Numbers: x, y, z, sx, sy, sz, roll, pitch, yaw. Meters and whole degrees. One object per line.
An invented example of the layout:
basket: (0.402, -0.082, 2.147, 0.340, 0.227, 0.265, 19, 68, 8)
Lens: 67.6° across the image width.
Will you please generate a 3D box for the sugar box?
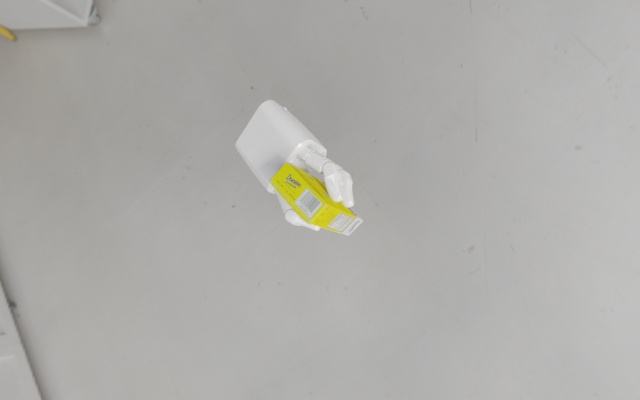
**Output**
sugar box: (0.000, 0.002, 0.743, 0.093, 0.048, 0.176, 47, 12, 21)
